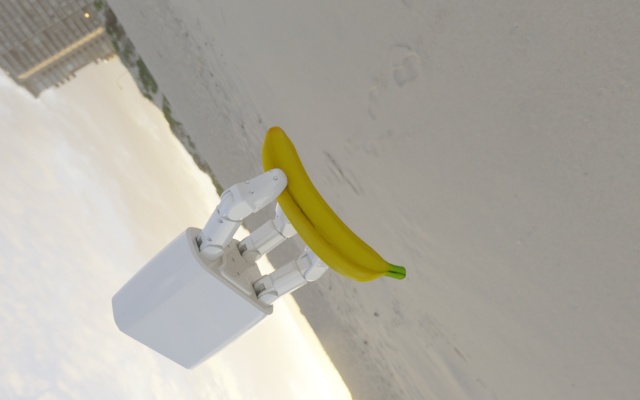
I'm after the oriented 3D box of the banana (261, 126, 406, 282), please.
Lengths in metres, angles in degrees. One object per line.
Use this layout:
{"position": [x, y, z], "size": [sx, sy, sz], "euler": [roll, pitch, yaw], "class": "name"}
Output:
{"position": [-0.007, 0.004, 0.433], "size": [0.037, 0.197, 0.069], "euler": [-46, -19, 22], "class": "banana"}
